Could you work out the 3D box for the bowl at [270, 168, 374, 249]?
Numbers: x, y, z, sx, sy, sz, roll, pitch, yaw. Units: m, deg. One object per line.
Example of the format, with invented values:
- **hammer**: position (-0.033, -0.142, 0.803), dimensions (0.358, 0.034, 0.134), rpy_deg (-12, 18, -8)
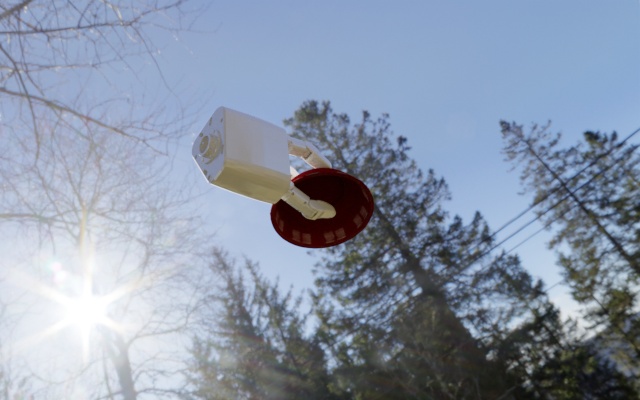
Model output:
- **bowl**: position (0.001, 0.003, 0.753), dimensions (0.162, 0.162, 0.055), rpy_deg (0, 41, -10)
